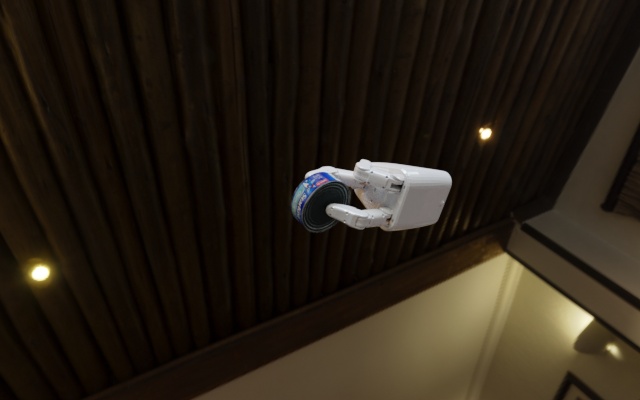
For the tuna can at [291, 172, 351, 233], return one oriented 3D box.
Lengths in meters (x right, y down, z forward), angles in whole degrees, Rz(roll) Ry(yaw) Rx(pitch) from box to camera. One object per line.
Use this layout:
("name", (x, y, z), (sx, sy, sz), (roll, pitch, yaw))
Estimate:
("tuna can", (0.000, 0.002, 0.693), (0.086, 0.086, 0.033), (0, 29, -42))
